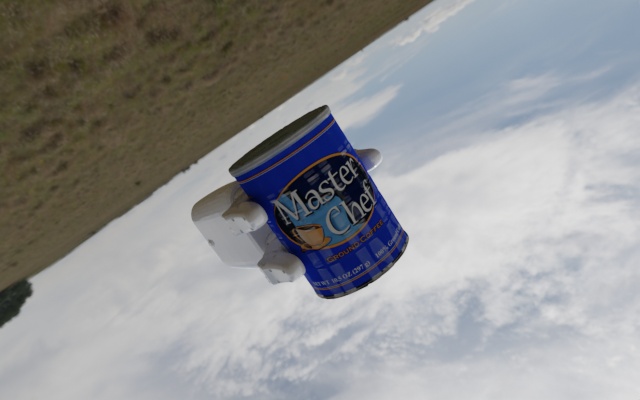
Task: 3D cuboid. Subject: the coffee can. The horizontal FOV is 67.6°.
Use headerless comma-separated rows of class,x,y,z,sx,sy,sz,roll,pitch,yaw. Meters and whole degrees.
coffee can,0.000,0.001,0.428,0.103,0.140,0.102,-31,14,9
